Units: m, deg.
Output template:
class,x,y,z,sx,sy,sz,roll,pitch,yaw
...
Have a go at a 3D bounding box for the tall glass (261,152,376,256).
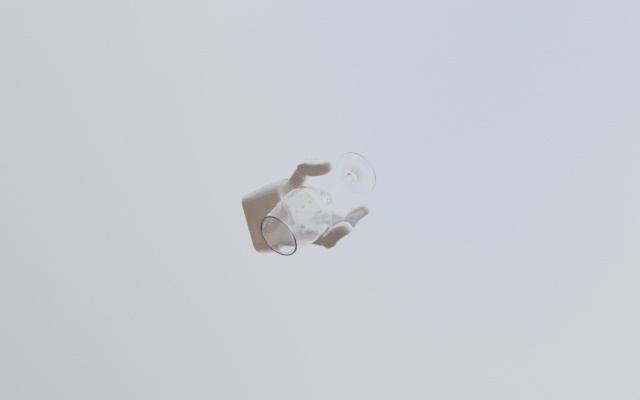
class,x,y,z,sx,sy,sz,roll,pitch,yaw
tall glass,0.001,0.002,0.702,0.079,0.079,0.201,0,27,40
